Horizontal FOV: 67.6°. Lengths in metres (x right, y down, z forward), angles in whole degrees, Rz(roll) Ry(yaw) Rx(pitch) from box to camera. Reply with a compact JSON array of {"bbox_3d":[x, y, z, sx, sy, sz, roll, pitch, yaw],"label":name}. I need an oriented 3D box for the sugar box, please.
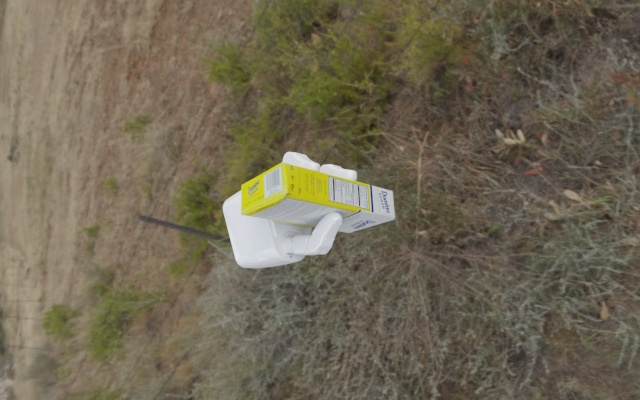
[{"bbox_3d":[0.000,0.001,0.597,0.176,0.048,0.093,10,-21,-39],"label":"sugar box"}]
